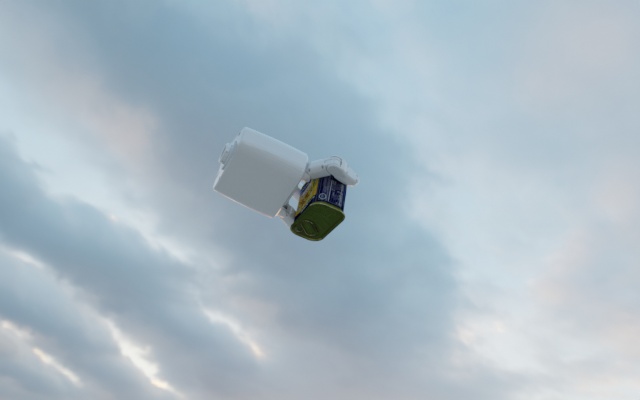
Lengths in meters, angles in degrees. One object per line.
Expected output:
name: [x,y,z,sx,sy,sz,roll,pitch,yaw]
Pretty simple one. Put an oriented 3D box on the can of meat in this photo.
can of meat: [0.000,0.002,0.747,0.057,0.084,0.102,23,-38,-17]
